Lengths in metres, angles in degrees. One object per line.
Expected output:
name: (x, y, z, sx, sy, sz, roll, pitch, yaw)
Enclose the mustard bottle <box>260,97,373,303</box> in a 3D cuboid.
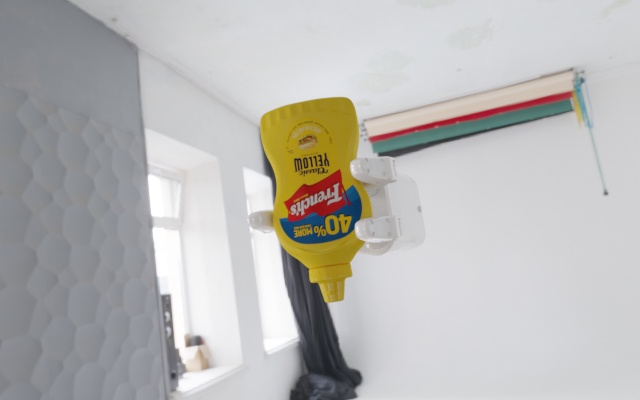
mustard bottle: (0.000, 0.001, 0.463, 0.096, 0.191, 0.058, -9, -9, 7)
